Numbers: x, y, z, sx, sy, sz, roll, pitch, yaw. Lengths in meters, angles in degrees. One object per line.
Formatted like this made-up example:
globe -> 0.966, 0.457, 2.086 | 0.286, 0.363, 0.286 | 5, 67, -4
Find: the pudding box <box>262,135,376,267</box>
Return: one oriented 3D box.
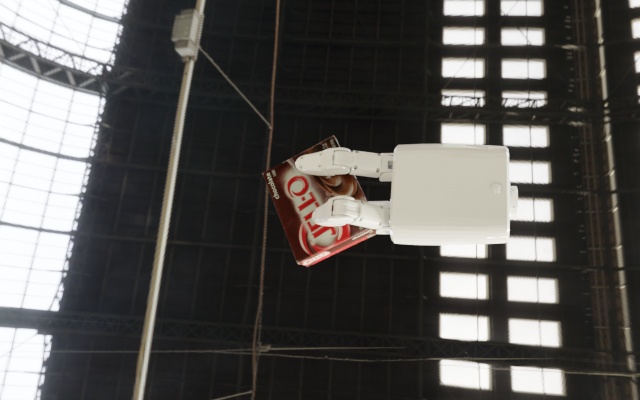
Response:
pudding box -> 0.000, 0.002, 0.508 | 0.090, 0.113, 0.039 | -27, -23, 8
